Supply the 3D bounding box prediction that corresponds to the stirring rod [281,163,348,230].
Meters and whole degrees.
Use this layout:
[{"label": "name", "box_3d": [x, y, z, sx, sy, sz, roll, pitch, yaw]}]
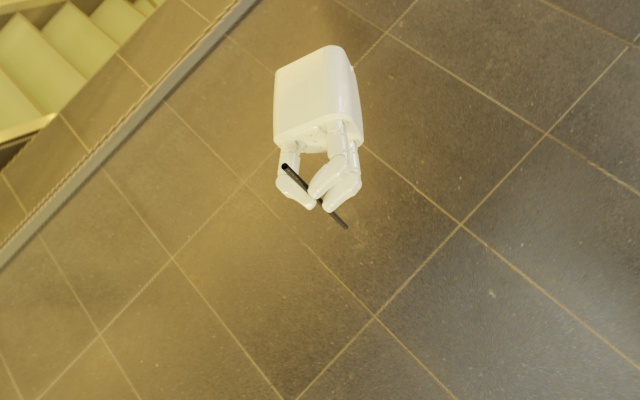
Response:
[{"label": "stirring rod", "box_3d": [0.000, 0.002, 0.607, 0.011, 0.011, 0.240, 0, -18, 19]}]
